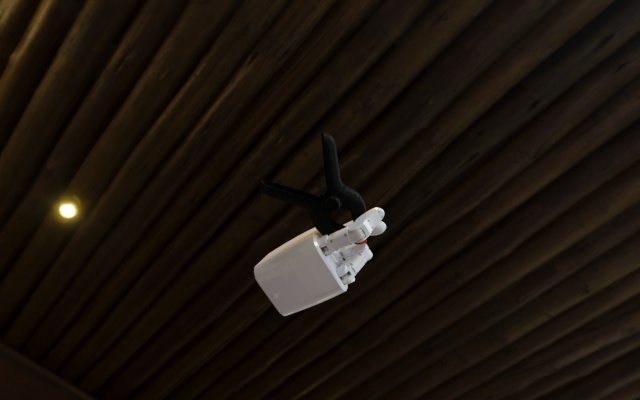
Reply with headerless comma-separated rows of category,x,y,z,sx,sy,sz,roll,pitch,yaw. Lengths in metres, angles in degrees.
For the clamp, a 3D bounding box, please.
clamp,0.000,0.002,0.672,0.120,0.171,0.039,-27,20,12
